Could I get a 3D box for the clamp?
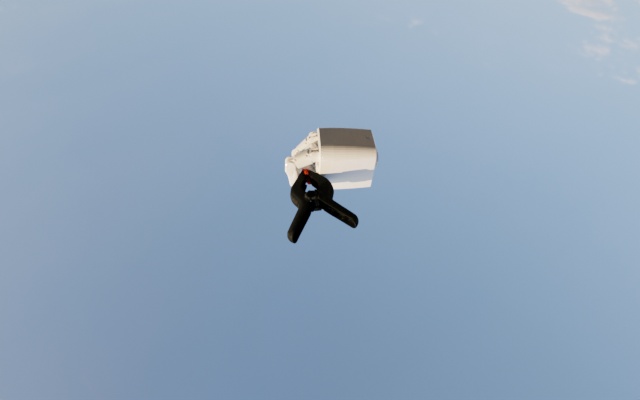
[{"bbox_3d":[0.000,0.003,0.841,0.120,0.039,0.171,-4,44,-2],"label":"clamp"}]
